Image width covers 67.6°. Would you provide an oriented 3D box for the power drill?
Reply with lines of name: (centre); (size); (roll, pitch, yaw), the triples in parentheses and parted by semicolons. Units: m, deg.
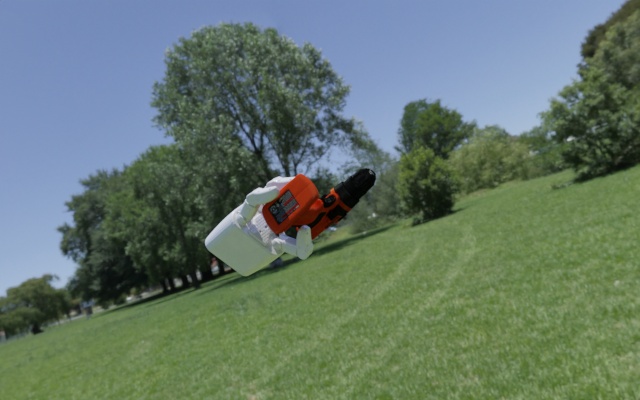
power drill: (0.000, 0.003, 0.827); (0.184, 0.057, 0.187); (-43, -22, 17)
